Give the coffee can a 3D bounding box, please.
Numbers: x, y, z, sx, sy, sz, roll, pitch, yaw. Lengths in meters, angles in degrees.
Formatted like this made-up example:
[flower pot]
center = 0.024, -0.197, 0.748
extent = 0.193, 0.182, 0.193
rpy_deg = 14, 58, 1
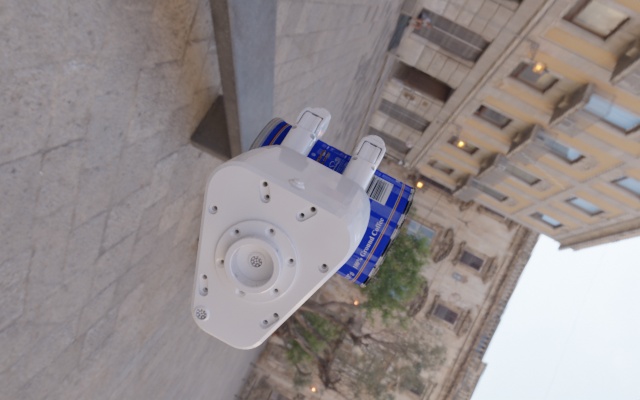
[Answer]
[coffee can]
center = 0.000, 0.001, 0.437
extent = 0.140, 0.103, 0.103
rpy_deg = 28, 1, 3
